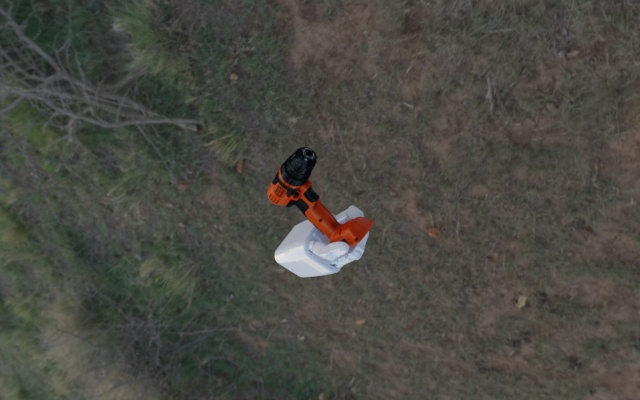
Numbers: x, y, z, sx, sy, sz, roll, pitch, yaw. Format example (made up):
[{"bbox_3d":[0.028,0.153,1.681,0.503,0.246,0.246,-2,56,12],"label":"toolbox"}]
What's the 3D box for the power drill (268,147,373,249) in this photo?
[{"bbox_3d":[0.000,0.003,0.836,0.057,0.187,0.184,-47,1,-28],"label":"power drill"}]
